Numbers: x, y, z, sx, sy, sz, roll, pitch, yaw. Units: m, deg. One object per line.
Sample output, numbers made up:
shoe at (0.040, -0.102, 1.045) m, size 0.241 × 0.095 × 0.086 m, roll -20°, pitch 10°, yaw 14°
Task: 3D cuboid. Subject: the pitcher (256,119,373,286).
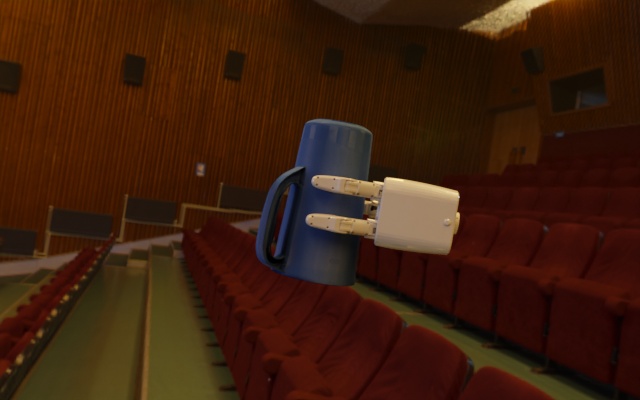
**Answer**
pitcher at (0.000, 0.002, 0.730) m, size 0.145 × 0.243 × 0.149 m, roll 10°, pitch 0°, yaw 9°
